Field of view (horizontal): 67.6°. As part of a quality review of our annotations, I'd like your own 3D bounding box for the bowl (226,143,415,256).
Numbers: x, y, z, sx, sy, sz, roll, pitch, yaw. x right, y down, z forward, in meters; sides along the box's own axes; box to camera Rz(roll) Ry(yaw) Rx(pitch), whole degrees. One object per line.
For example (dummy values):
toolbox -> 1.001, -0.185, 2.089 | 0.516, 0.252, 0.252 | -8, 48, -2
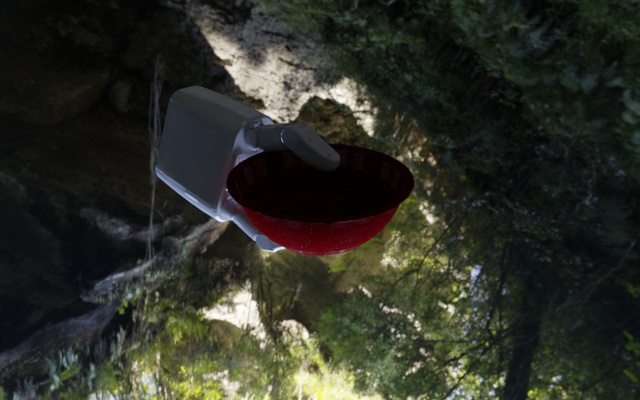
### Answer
bowl -> 0.001, 0.002, 0.425 | 0.162, 0.055, 0.162 | 0, 27, 0
